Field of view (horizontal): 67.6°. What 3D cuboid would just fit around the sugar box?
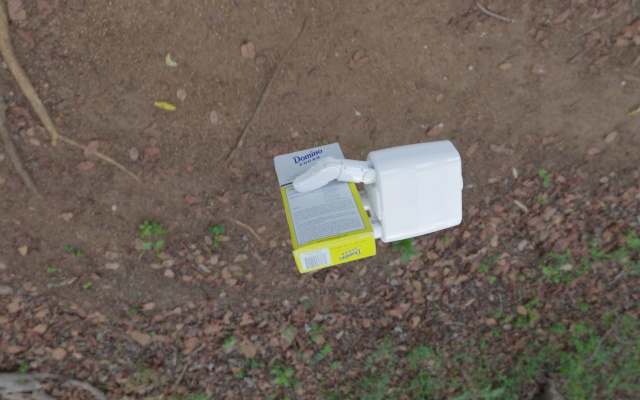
[{"bbox_3d":[0.000,0.002,0.597,0.093,0.048,0.176,-13,41,-3],"label":"sugar box"}]
